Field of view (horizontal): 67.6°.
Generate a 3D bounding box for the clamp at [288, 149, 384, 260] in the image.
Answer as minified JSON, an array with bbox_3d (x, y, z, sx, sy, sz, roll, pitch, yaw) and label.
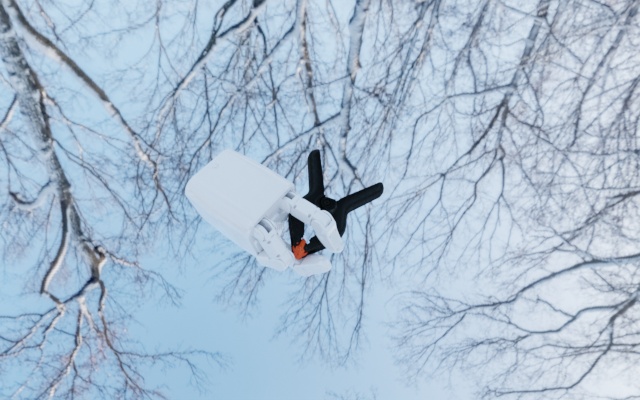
[{"bbox_3d":[0.000,0.003,0.661,0.120,0.171,0.039,32,-35,15],"label":"clamp"}]
